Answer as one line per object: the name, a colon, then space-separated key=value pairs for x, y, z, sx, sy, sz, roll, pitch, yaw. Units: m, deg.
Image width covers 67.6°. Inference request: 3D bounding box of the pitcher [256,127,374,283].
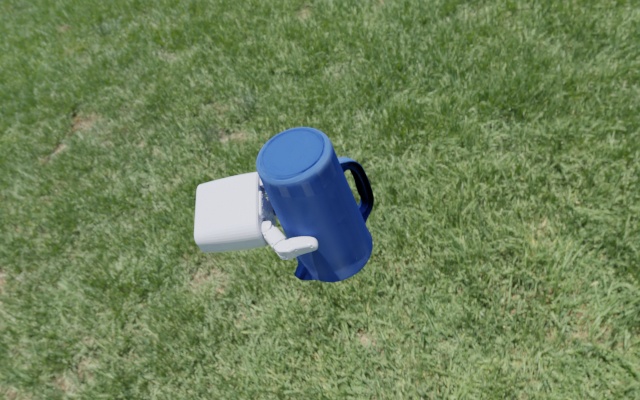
pitcher: x=0.000 y=0.002 z=0.729 sx=0.145 sy=0.149 sz=0.243 roll=-9 pitch=-41 yaw=12
